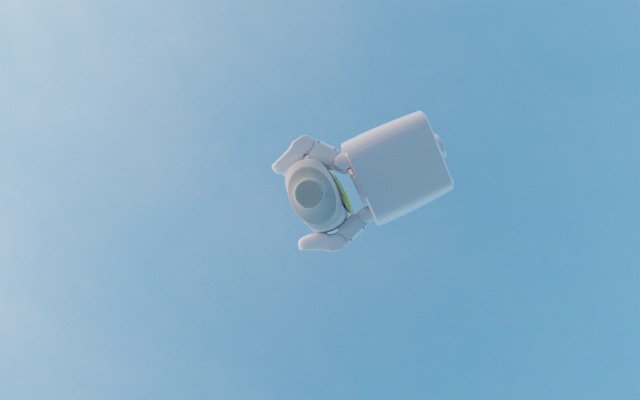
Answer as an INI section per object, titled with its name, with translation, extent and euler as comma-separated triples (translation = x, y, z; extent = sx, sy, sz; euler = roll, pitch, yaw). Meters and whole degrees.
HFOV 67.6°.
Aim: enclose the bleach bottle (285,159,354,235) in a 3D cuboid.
[bleach bottle]
translation = 0.000, 0.002, 0.606
extent = 0.068, 0.102, 0.251
euler = -24, -2, 4
